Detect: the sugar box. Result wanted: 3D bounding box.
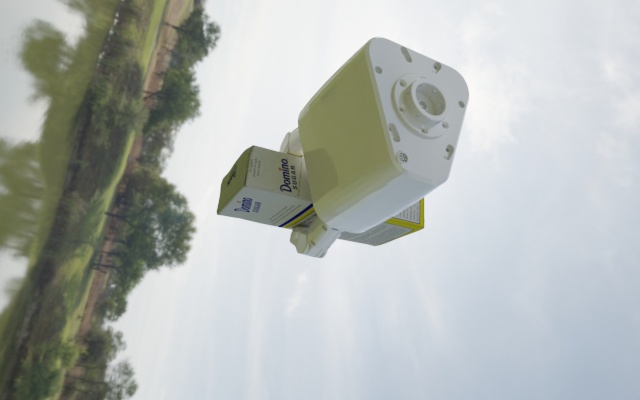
[{"bbox_3d":[0.000,0.001,0.454,0.176,0.048,0.093,16,-23,-22],"label":"sugar box"}]
